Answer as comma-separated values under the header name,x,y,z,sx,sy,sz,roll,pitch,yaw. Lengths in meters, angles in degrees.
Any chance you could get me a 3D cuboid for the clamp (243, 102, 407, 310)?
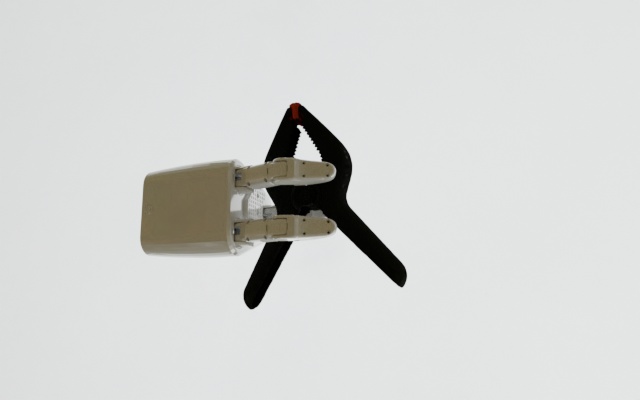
name,x,y,z,sx,sy,sz,roll,pitch,yaw
clamp,0.000,0.001,0.481,0.164,0.210,0.036,-4,-12,15
